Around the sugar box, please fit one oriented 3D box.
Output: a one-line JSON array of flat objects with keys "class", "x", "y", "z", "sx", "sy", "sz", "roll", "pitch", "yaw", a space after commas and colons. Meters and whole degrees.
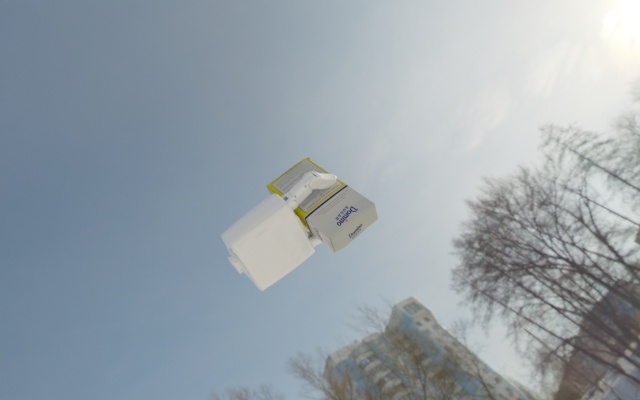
[{"class": "sugar box", "x": 0.000, "y": 0.003, "z": 0.778, "sx": 0.093, "sy": 0.048, "sz": 0.176, "roll": -37, "pitch": 50, "yaw": -16}]
